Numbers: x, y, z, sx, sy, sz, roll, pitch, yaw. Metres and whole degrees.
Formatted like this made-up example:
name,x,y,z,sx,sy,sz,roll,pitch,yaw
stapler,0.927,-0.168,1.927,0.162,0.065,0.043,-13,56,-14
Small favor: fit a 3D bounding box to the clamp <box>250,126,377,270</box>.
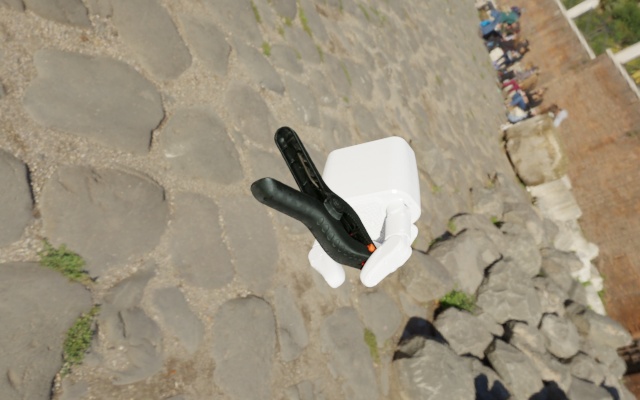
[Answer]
name,x,y,z,sx,sy,sz,roll,pitch,yaw
clamp,0.001,0.002,0.489,0.039,0.120,0.171,-26,-55,29
